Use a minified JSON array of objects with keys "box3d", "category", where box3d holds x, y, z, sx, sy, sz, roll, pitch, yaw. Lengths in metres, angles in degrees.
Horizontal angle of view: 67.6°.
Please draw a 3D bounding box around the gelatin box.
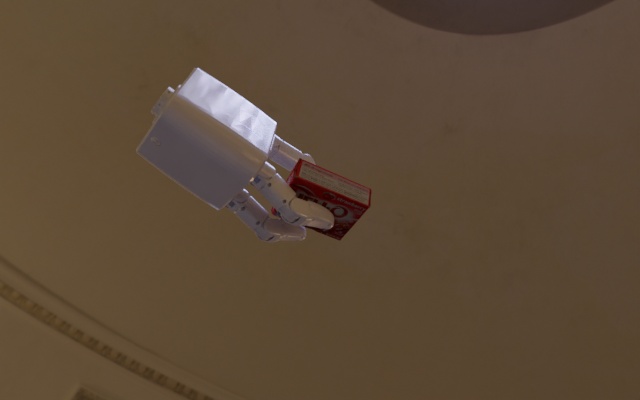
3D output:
[{"box3d":[0.000,0.002,0.524,0.089,0.030,0.073,22,-42,-13],"category":"gelatin box"}]
